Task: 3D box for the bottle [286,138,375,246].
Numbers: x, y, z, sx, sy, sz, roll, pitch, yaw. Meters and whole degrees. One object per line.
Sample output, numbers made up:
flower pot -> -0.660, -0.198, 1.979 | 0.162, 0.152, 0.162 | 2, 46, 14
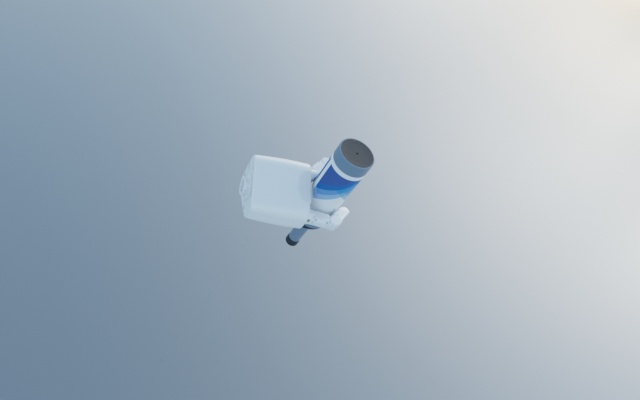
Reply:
bottle -> 0.000, 0.003, 0.900 | 0.069, 0.069, 0.296 | 0, -34, -30
